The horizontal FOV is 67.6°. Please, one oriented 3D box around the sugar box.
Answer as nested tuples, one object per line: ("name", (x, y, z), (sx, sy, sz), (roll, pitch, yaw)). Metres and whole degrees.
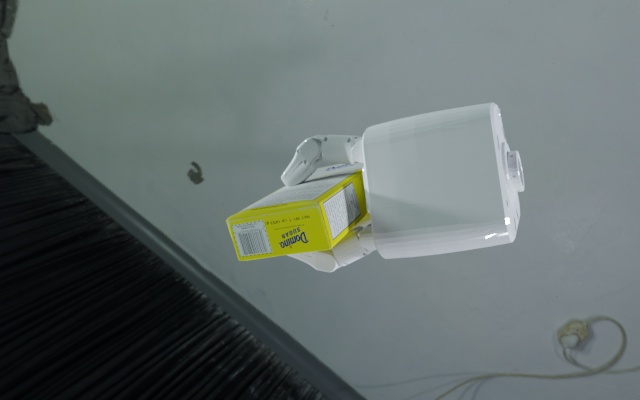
("sugar box", (0.000, 0.002, 0.455), (0.093, 0.048, 0.176), (-9, 10, 28))
